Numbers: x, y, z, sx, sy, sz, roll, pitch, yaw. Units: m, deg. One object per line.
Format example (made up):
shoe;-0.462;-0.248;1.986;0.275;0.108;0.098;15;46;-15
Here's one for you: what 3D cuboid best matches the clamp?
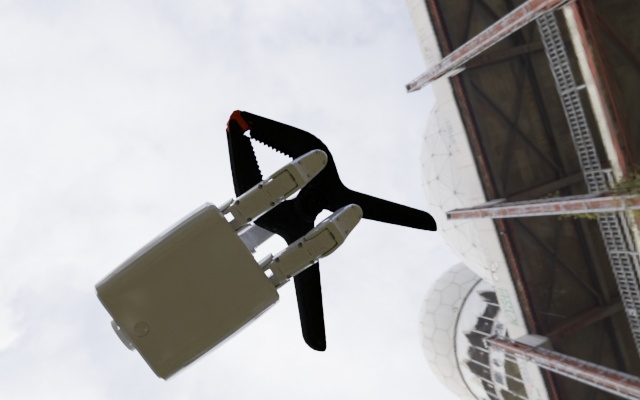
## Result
clamp;-0.001;0.001;0.422;0.164;0.210;0.036;-36;6;-18
